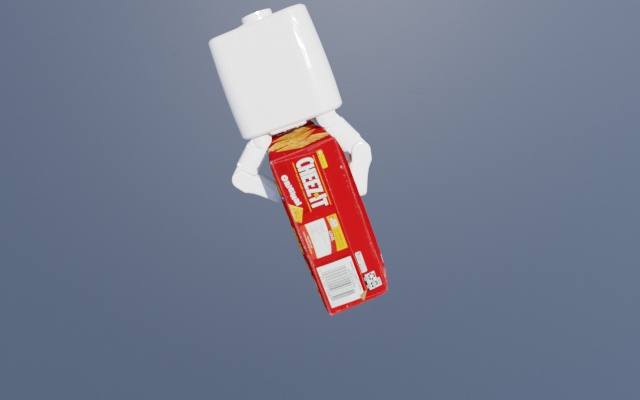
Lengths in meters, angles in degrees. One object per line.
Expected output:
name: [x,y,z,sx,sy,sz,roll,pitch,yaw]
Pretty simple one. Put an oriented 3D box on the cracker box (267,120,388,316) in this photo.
cracker box: [0.000,0.002,0.537,0.072,0.164,0.213,-21,15,-1]
